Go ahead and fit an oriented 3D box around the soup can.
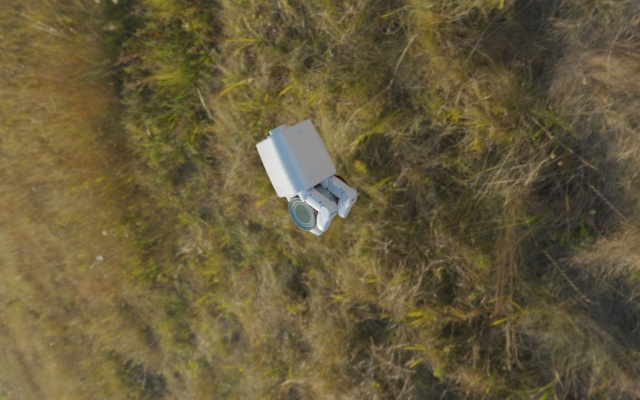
[{"bbox_3d":[0.000,0.003,0.858,0.068,0.068,0.102,0,24,46],"label":"soup can"}]
